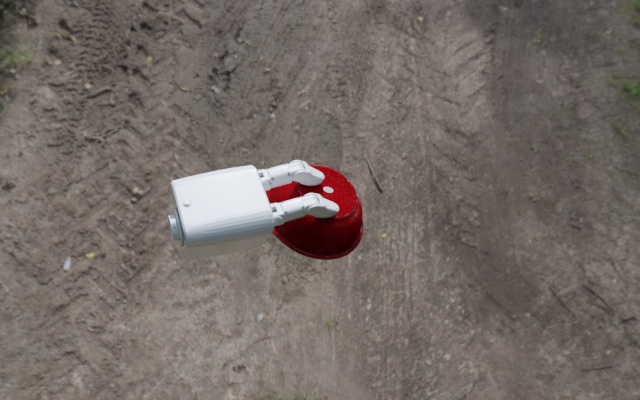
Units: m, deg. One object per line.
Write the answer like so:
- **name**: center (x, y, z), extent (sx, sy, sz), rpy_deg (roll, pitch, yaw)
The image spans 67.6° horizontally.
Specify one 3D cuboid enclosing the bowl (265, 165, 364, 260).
- **bowl**: center (0.001, 0.002, 0.684), extent (0.162, 0.162, 0.055), rpy_deg (0, -36, -29)
